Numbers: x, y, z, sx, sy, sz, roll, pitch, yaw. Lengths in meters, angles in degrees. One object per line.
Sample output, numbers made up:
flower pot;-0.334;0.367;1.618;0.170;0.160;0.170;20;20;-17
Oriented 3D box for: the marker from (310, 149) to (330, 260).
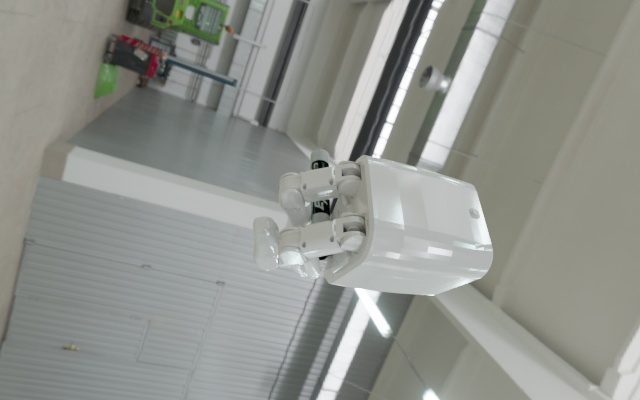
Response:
marker;0.000;0.001;0.437;0.020;0.121;0.020;-1;-40;0
